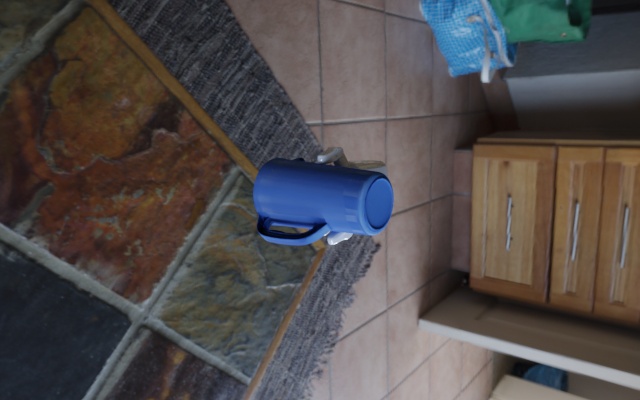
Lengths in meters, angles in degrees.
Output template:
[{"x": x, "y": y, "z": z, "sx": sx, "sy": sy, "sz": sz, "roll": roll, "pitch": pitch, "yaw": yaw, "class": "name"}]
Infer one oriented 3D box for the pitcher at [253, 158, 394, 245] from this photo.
[{"x": 0.000, "y": 0.003, "z": 0.864, "sx": 0.243, "sy": 0.149, "sz": 0.145, "roll": 8, "pitch": 11, "yaw": 38, "class": "pitcher"}]
